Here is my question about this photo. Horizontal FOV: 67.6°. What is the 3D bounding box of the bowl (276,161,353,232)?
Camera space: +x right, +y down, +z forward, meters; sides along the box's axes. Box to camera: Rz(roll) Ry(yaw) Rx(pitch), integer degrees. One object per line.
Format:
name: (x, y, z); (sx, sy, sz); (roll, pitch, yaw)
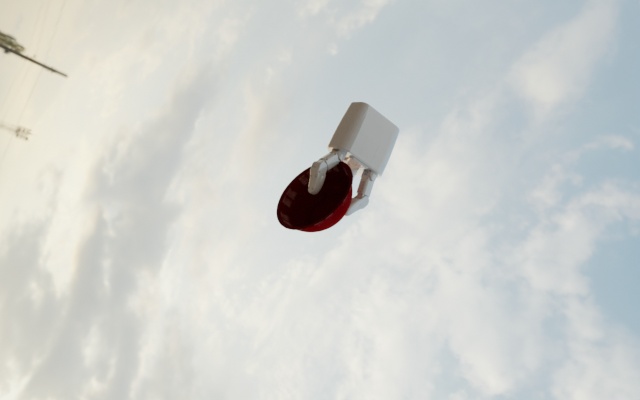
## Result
bowl: (-0.001, 0.004, 0.873); (0.162, 0.162, 0.055); (0, -39, 41)
